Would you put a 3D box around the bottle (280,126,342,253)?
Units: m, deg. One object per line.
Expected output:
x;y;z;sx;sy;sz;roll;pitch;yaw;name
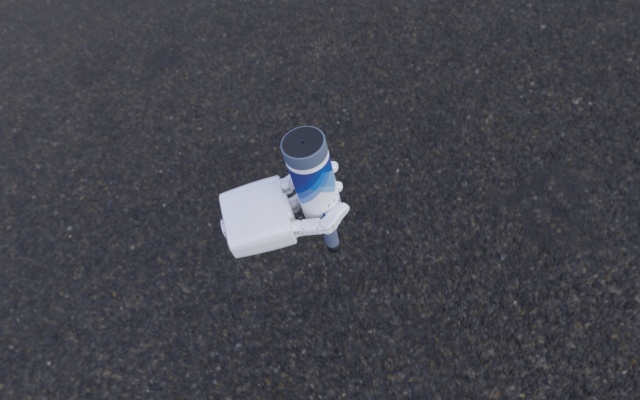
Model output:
0.000;0.002;0.805;0.069;0.069;0.296;0;-36;13;bottle
